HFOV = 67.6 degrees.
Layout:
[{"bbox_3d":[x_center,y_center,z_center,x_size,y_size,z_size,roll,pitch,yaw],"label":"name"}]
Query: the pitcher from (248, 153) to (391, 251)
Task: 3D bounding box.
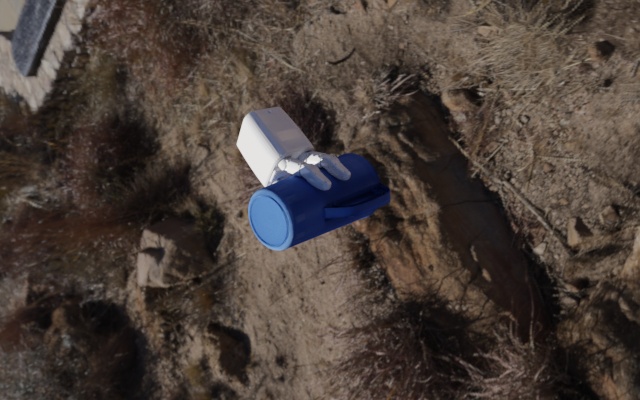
[{"bbox_3d":[0.000,0.003,0.855,0.243,0.145,0.149,-23,-19,-46],"label":"pitcher"}]
